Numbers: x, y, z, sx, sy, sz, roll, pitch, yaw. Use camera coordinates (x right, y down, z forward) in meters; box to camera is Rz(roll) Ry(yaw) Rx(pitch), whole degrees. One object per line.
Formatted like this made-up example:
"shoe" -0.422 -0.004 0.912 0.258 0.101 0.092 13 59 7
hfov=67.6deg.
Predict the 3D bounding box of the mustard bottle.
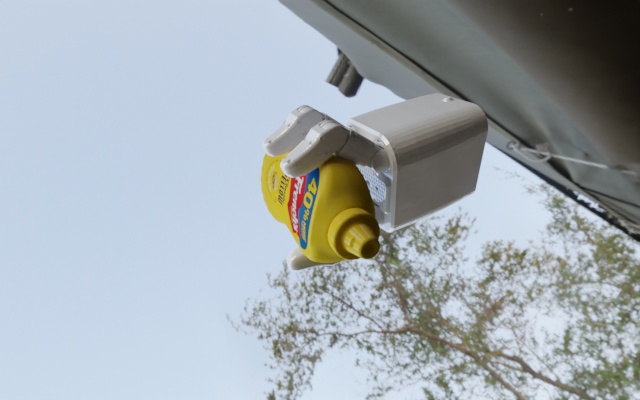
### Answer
"mustard bottle" 0.000 0.001 0.433 0.058 0.096 0.191 3 20 -26
